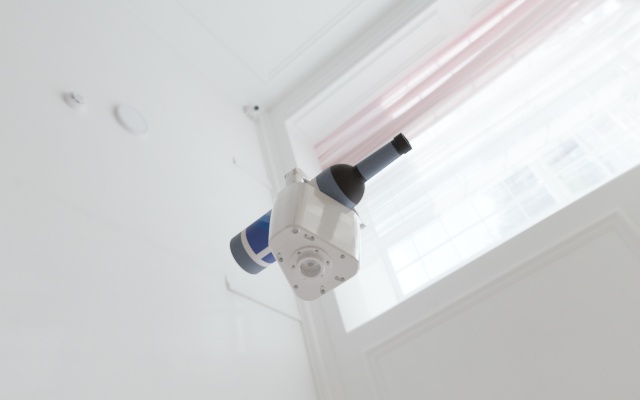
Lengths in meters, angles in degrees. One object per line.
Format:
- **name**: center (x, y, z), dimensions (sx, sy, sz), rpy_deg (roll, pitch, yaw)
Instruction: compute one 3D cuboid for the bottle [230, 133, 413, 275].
- **bottle**: center (0.000, 0.002, 0.674), dimensions (0.296, 0.069, 0.069), rpy_deg (-35, -13, 18)
